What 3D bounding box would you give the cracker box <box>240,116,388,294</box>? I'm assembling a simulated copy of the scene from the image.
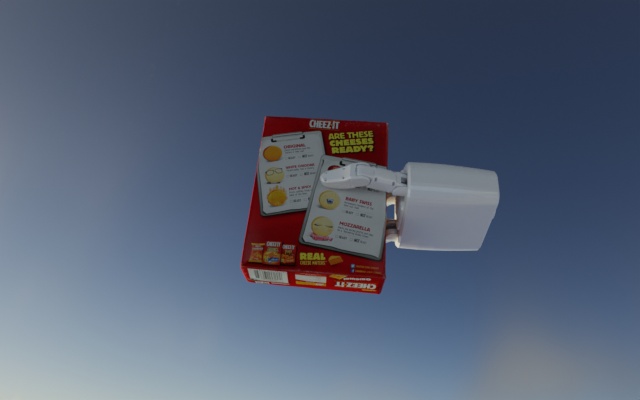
[{"bbox_3d":[0.000,0.002,0.600,0.164,0.213,0.072,4,-29,2],"label":"cracker box"}]
